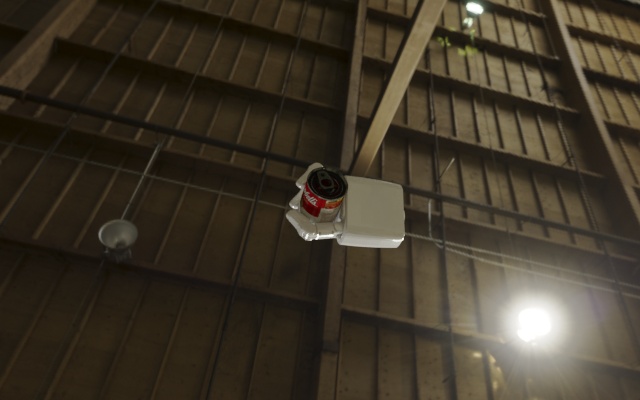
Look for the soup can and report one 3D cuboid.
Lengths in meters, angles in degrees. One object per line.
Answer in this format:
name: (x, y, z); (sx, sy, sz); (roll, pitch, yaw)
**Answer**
soup can: (0.000, 0.003, 0.797); (0.068, 0.068, 0.102); (0, -38, -17)
